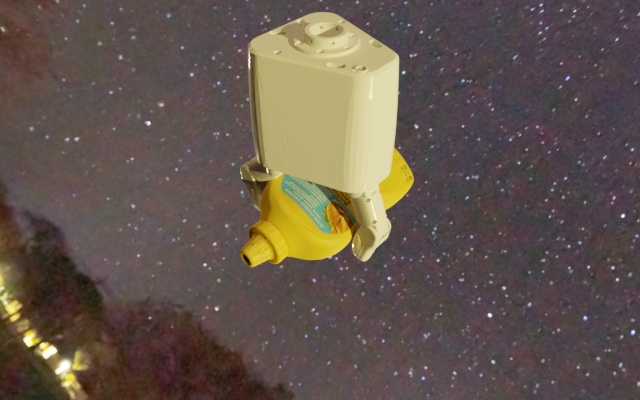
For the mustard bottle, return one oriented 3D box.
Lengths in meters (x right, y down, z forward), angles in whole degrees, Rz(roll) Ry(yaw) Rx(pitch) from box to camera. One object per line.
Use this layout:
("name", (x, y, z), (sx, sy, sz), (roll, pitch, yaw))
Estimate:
("mustard bottle", (0.000, 0.002, 0.464), (0.191, 0.096, 0.058), (-37, -12, -32))
